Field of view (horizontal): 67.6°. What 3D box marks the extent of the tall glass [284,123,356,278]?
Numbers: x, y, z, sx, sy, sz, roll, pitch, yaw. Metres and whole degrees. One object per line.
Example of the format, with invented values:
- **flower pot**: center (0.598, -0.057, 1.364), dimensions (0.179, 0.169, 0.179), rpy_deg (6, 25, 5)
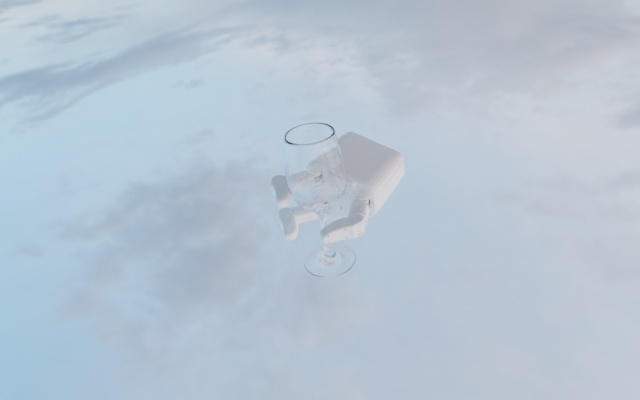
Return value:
- **tall glass**: center (0.000, 0.003, 0.626), dimensions (0.079, 0.201, 0.079), rpy_deg (-7, 33, 4)
